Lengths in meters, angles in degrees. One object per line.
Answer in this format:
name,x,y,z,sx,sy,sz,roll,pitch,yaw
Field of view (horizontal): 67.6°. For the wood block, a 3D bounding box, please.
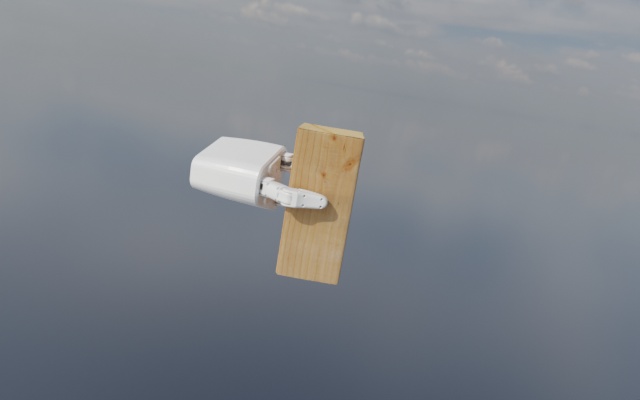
wood block,0.000,0.002,0.679,0.090,0.206,0.090,10,14,1
